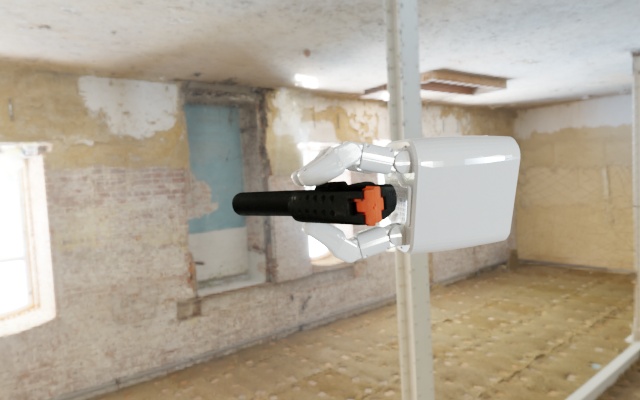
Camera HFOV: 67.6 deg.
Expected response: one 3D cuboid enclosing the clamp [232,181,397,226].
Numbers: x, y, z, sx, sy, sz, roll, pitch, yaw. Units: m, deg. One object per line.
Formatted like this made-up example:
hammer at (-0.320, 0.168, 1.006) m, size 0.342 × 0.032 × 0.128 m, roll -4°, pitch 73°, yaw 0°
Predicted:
clamp at (0.000, 0.002, 0.443) m, size 0.164 × 0.036 × 0.210 m, roll -6°, pitch 4°, yaw -9°
